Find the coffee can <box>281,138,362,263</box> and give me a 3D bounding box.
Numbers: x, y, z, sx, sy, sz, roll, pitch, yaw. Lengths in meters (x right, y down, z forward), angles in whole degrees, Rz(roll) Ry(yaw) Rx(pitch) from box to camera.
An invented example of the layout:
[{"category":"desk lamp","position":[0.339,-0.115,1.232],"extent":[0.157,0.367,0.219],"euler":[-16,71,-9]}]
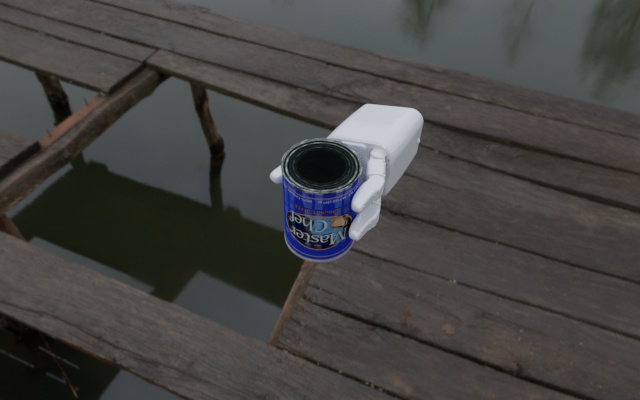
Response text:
[{"category":"coffee can","position":[0.000,0.002,0.647],"extent":[0.103,0.102,0.140],"euler":[0,-43,-2]}]
